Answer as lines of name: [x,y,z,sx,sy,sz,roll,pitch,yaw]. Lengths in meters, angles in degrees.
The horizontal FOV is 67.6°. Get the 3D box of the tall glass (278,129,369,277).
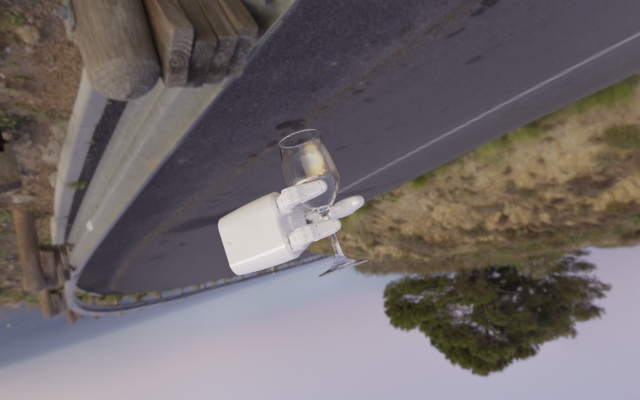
tall glass: [0.000,0.003,0.680,0.079,0.201,0.079,-18,-8,-3]
